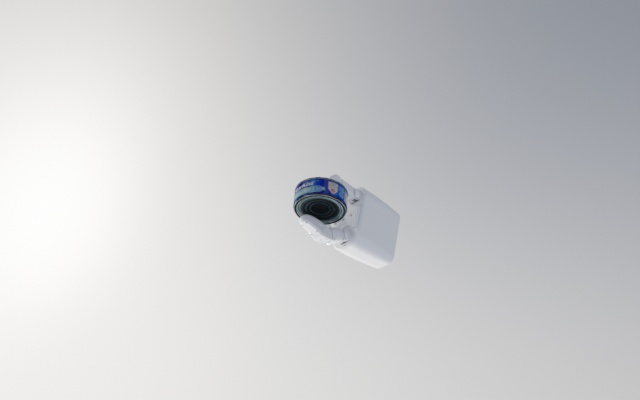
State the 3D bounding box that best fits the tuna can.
[{"bbox_3d":[0.000,0.003,0.749,0.086,0.033,0.086,3,-36,2],"label":"tuna can"}]
